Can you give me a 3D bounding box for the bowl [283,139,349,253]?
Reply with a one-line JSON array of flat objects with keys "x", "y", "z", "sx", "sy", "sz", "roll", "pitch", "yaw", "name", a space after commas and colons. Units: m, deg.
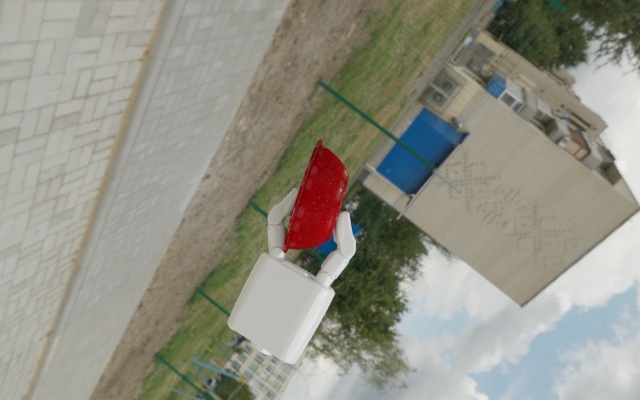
[{"x": 0.001, "y": 0.001, "z": 0.647, "sx": 0.055, "sy": 0.162, "sz": 0.162, "roll": 17, "pitch": 0, "yaw": 2, "name": "bowl"}]
